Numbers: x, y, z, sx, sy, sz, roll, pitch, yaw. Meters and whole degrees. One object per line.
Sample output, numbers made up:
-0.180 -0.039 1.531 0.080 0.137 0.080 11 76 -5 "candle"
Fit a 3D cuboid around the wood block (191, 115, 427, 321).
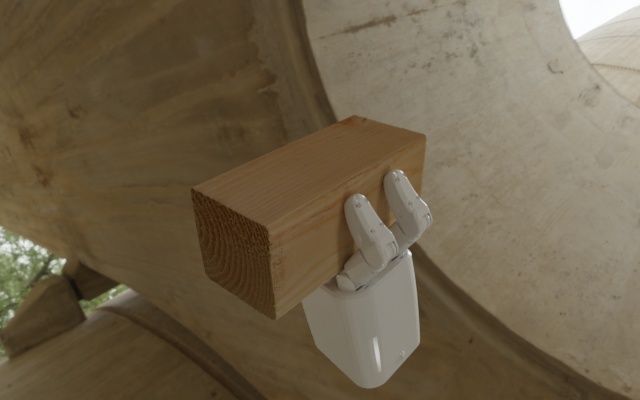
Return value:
0.000 0.002 0.431 0.091 0.090 0.206 22 38 35 "wood block"
